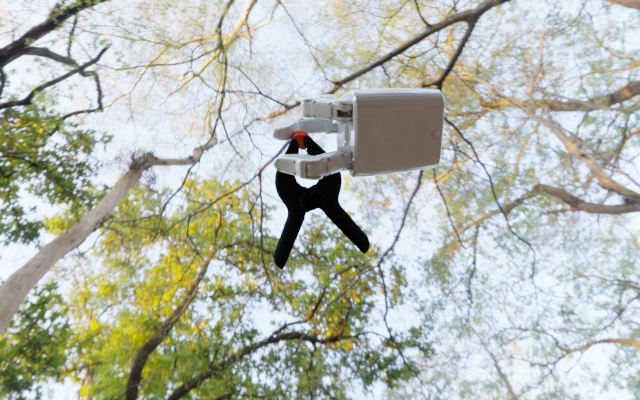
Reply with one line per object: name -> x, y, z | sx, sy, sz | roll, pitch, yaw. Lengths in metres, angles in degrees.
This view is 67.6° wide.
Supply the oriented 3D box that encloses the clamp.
clamp -> 0.000, 0.002, 0.576 | 0.120, 0.171, 0.039 | -5, 21, -9
